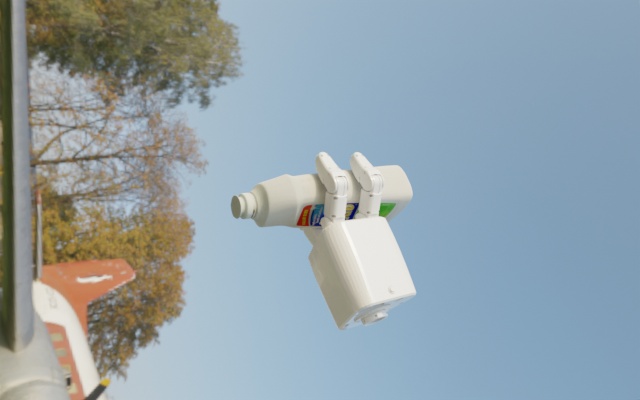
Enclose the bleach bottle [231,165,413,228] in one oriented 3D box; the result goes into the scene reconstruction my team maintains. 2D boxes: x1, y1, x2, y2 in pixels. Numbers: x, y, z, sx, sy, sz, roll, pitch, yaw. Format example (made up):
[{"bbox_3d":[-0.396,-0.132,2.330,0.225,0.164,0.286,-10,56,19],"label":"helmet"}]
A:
[{"bbox_3d":[0.000,0.002,0.632,0.251,0.068,0.103,-6,-27,-34],"label":"bleach bottle"}]
